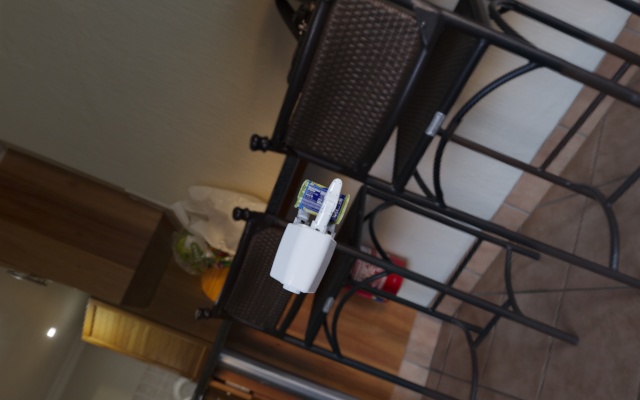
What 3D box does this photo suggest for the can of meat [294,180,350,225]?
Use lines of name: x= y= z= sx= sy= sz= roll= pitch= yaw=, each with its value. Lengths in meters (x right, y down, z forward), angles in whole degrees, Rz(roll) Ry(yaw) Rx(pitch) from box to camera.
can of meat: x=0.000 y=0.003 z=0.886 sx=0.084 sy=0.057 sz=0.102 roll=22 pitch=-5 yaw=-5
